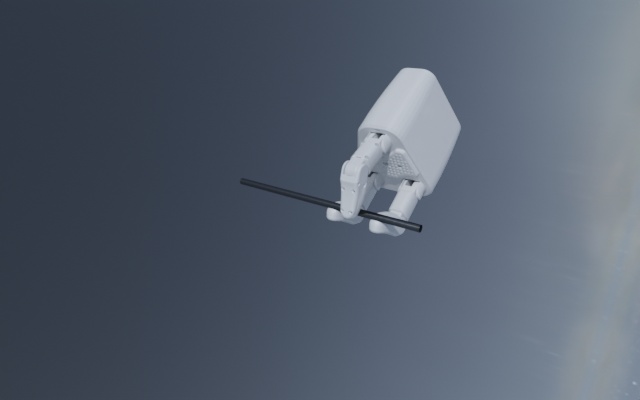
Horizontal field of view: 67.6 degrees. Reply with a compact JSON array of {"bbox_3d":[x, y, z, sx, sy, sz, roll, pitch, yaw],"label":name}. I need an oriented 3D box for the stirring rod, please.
[{"bbox_3d":[0.000,0.002,0.532,0.239,0.011,0.011,15,8,33],"label":"stirring rod"}]
